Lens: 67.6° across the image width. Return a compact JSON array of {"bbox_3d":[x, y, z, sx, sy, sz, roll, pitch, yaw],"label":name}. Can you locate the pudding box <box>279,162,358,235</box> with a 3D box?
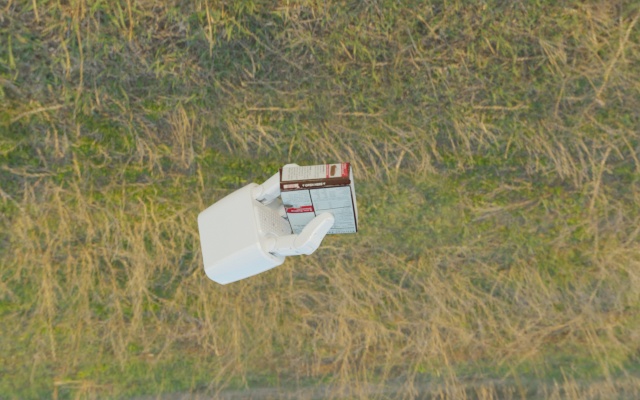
[{"bbox_3d":[0.000,0.002,0.611,0.090,0.039,0.114,-5,-34,5],"label":"pudding box"}]
